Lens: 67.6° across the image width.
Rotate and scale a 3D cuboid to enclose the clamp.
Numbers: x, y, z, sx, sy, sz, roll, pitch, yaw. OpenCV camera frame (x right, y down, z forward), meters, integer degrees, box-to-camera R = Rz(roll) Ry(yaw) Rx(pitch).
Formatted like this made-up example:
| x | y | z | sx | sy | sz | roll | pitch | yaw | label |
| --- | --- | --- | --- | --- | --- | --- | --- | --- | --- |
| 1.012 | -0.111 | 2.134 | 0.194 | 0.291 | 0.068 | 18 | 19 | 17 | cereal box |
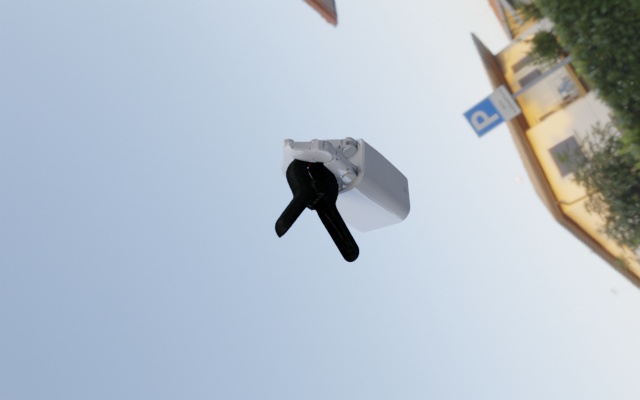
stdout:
| x | y | z | sx | sy | sz | roll | pitch | yaw | label |
| --- | --- | --- | --- | --- | --- | --- | --- | --- | --- |
| 0.000 | 0.002 | 0.620 | 0.120 | 0.171 | 0.039 | 34 | -51 | -28 | clamp |
